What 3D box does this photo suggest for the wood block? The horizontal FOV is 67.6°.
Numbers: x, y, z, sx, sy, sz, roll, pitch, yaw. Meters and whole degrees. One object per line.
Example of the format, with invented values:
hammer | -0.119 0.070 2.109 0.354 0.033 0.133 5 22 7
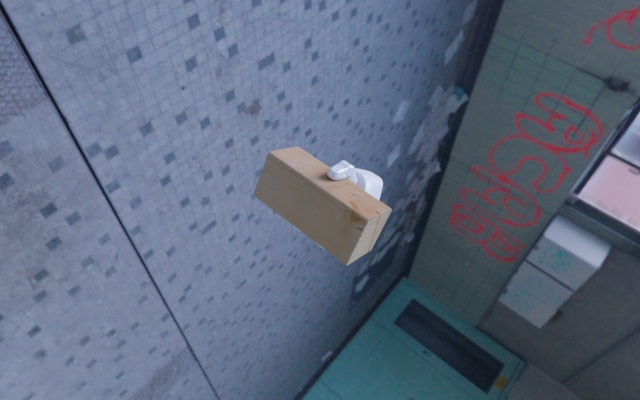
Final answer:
wood block | 0.001 0.002 0.795 0.206 0.091 0.090 35 28 22
